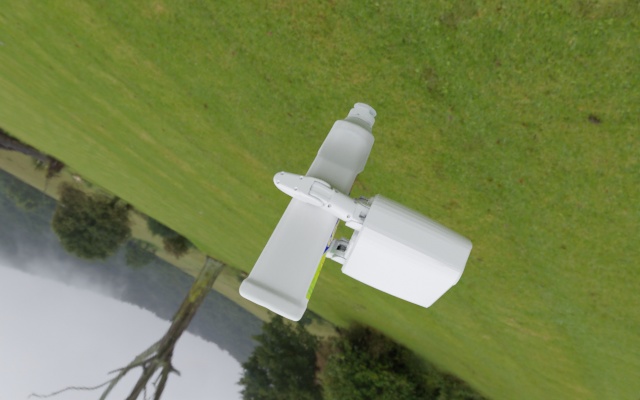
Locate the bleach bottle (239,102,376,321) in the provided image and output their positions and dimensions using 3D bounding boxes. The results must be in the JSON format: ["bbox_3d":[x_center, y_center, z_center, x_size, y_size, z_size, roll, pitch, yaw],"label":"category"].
[{"bbox_3d":[0.000,0.002,0.521,0.068,0.250,0.102,24,-13,5],"label":"bleach bottle"}]
